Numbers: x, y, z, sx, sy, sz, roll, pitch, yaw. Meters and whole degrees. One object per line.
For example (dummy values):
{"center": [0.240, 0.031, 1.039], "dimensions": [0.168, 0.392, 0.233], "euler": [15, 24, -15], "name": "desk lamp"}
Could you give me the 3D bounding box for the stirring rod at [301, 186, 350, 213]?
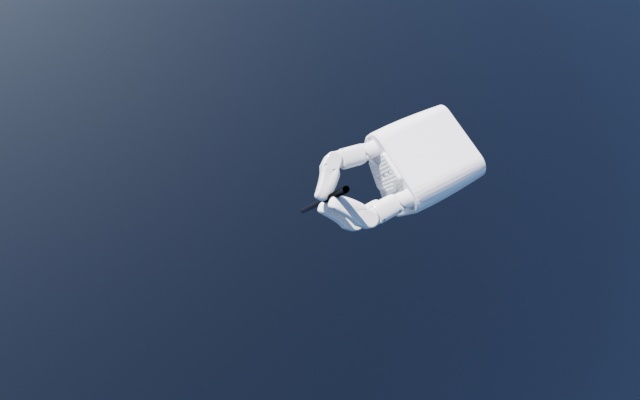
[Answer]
{"center": [0.000, 0.002, 0.615], "dimensions": [0.011, 0.011, 0.239], "euler": [0, -7, -13], "name": "stirring rod"}
